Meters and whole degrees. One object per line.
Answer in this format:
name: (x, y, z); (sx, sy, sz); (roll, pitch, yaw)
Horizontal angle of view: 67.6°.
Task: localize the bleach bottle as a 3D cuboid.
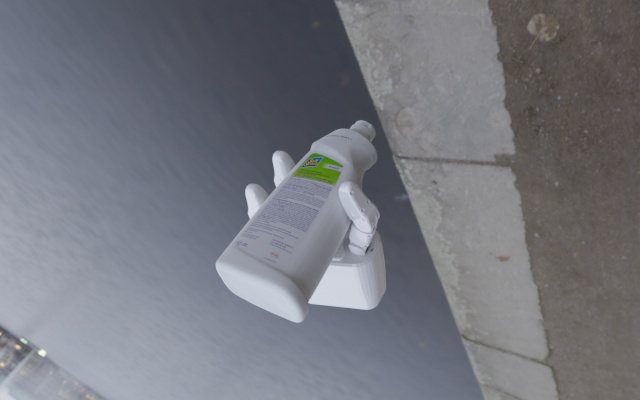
bleach bottle: (0.000, 0.002, 0.520); (0.102, 0.250, 0.068); (17, -36, 28)
